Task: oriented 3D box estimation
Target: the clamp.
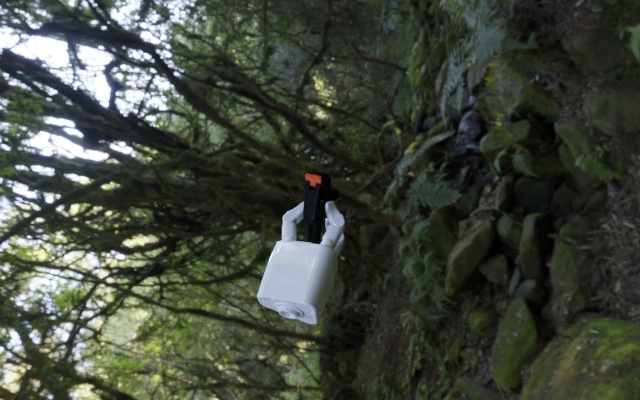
[{"bbox_3d":[-0.001,0.003,0.876,0.036,0.164,0.210,14,-32,12],"label":"clamp"}]
